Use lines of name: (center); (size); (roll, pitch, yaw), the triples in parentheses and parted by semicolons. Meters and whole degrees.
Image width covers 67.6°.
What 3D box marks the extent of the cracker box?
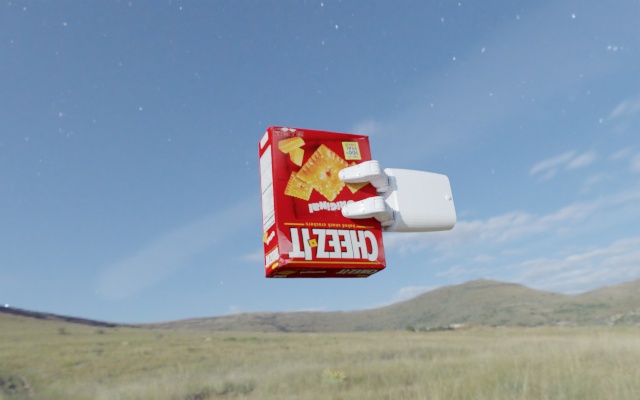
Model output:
cracker box: (0.000, 0.002, 0.702); (0.164, 0.213, 0.072); (3, -23, -22)
